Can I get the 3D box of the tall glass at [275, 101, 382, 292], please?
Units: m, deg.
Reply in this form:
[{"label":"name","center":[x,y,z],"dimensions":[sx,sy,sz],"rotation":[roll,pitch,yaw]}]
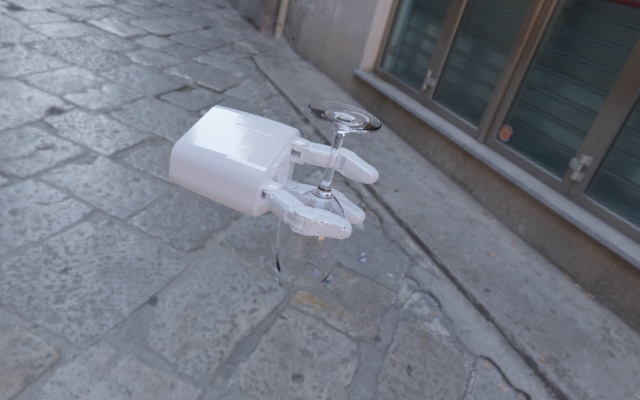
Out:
[{"label":"tall glass","center":[0.000,0.001,0.511],"dimensions":[0.079,0.201,0.079],"rotation":[12,28,-6]}]
